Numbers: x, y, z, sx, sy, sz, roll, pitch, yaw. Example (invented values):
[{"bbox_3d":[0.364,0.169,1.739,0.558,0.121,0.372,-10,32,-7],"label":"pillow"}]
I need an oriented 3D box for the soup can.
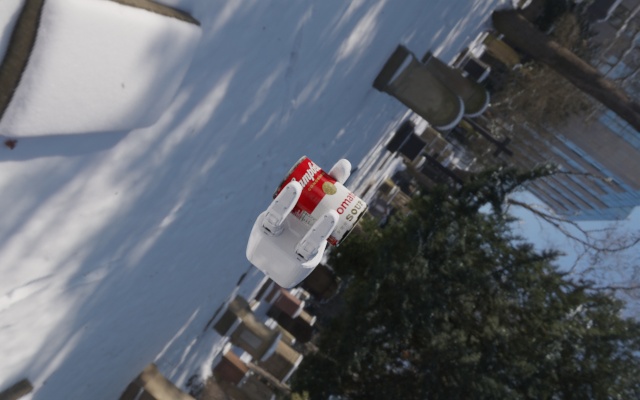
[{"bbox_3d":[0.001,0.002,0.595,0.102,0.068,0.068,38,2,3],"label":"soup can"}]
